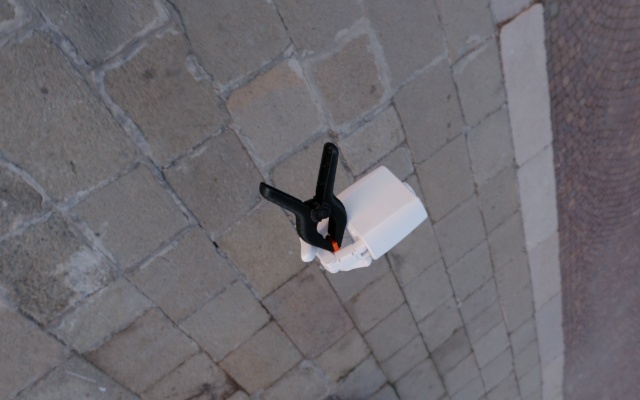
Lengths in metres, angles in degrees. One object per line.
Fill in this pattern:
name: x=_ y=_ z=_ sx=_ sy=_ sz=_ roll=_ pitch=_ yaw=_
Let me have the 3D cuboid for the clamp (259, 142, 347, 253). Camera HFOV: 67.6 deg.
clamp: x=0.000 y=0.003 z=0.678 sx=0.120 sy=0.172 sz=0.039 roll=-36 pitch=41 yaw=-2
